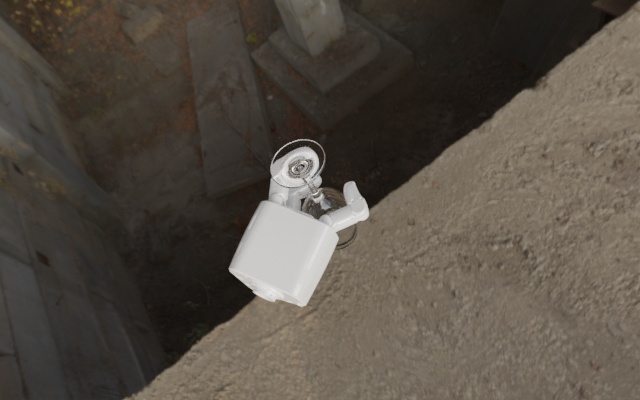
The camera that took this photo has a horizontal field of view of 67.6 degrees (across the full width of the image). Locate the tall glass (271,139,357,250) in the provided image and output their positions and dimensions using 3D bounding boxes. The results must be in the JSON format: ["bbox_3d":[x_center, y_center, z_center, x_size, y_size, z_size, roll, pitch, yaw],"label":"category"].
[{"bbox_3d":[0.000,0.002,0.686,0.079,0.079,0.201,0,-30,20],"label":"tall glass"}]
